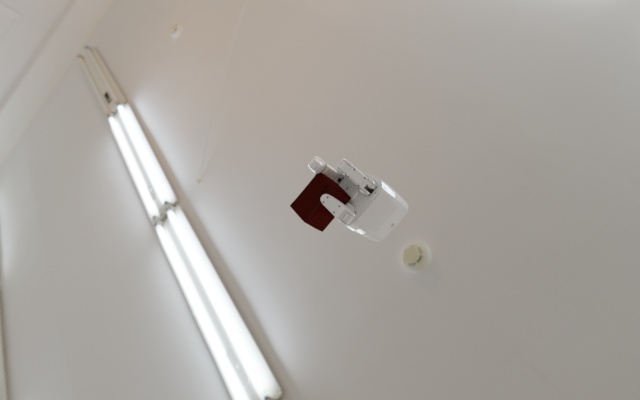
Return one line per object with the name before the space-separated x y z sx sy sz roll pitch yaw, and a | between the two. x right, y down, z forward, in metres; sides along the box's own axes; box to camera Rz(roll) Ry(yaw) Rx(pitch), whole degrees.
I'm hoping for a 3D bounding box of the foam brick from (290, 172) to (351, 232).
foam brick | 0.000 0.003 0.793 0.051 0.078 0.053 32 12 -46
